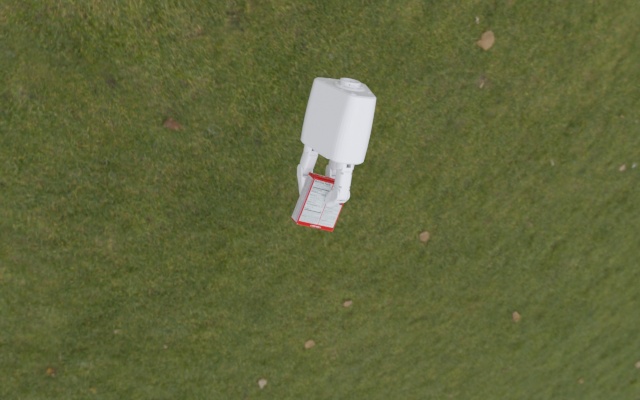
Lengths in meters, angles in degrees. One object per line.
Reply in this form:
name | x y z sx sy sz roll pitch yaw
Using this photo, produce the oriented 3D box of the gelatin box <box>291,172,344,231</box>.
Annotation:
gelatin box | 0.000 0.003 0.813 0.073 0.089 0.030 13 16 -30
